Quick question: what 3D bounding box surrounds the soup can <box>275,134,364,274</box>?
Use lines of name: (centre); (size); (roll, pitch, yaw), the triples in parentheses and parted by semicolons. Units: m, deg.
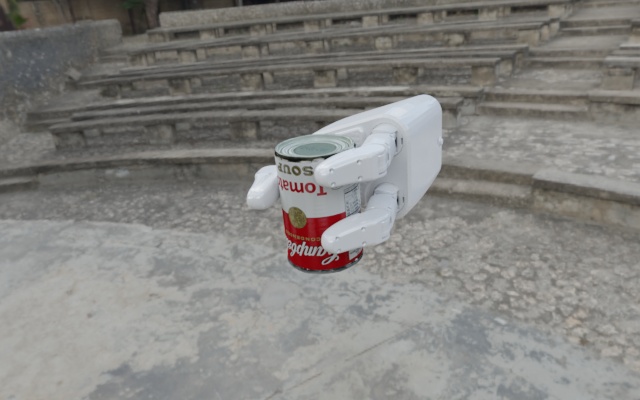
soup can: (0.000, 0.001, 0.404); (0.068, 0.102, 0.068); (-5, 23, 2)
